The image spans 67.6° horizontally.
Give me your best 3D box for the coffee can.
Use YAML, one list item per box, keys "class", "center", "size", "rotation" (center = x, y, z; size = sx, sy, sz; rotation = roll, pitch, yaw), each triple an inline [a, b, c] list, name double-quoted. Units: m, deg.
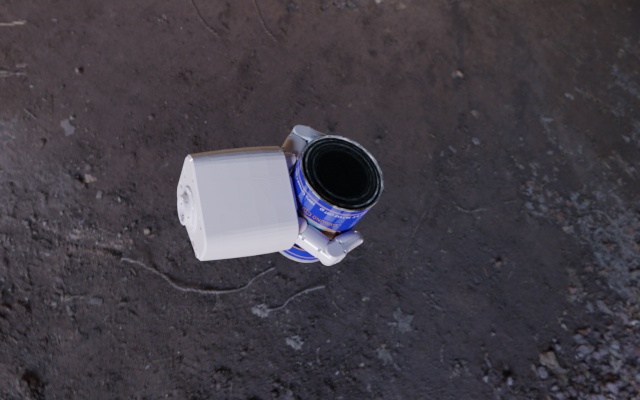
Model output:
- class: "coffee can"
  center: [0.000, 0.002, 0.589]
  size: [0.103, 0.102, 0.140]
  rotation: [0, -30, -26]
